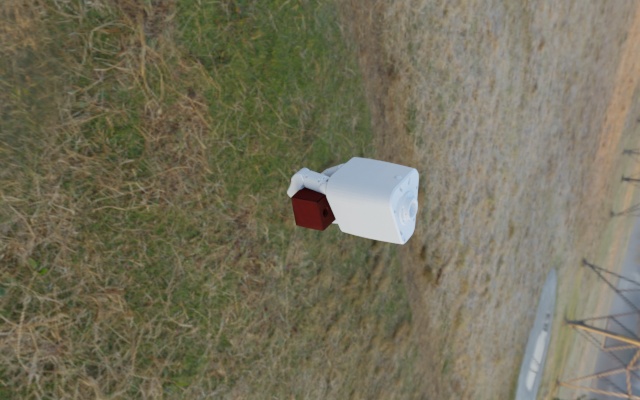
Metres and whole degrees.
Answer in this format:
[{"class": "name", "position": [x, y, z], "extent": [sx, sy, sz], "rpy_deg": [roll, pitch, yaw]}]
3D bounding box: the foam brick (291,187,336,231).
[{"class": "foam brick", "position": [0.000, 0.003, 0.740], "extent": [0.051, 0.053, 0.078], "rpy_deg": [12, 37, 33]}]
